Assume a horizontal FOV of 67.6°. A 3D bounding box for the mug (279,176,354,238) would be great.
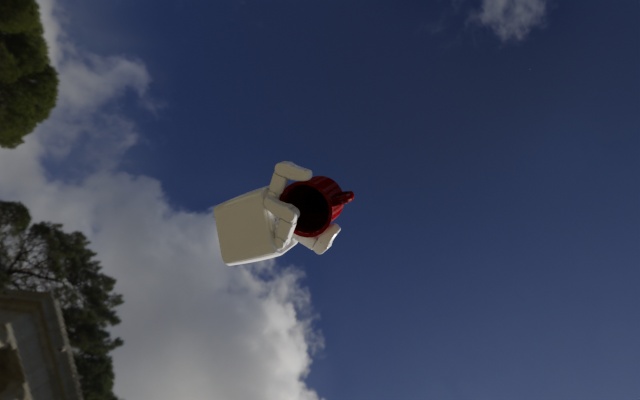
[{"bbox_3d":[0.001,0.002,0.787,0.117,0.093,0.081,-15,8,25],"label":"mug"}]
